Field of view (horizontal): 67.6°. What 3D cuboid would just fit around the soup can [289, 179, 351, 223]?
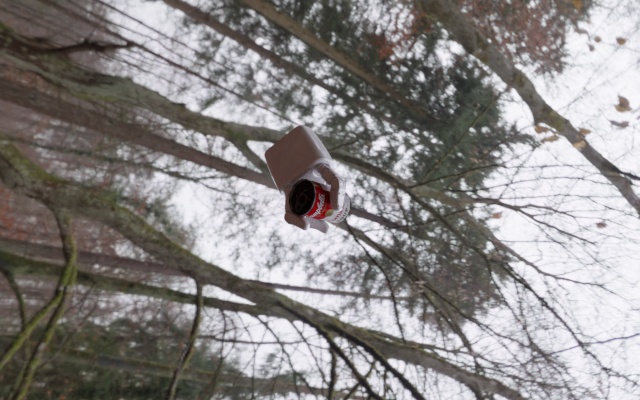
[{"bbox_3d":[0.001,0.003,0.895,0.068,0.068,0.102,0,-10,44],"label":"soup can"}]
